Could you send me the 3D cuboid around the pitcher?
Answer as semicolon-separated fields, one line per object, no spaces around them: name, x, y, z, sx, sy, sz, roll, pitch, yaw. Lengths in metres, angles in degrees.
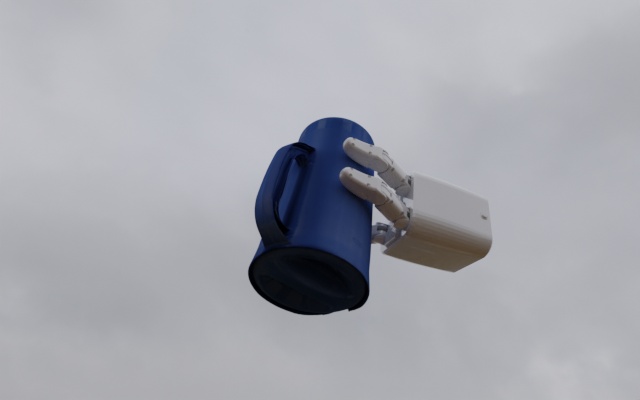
pitcher;0.000;0.002;0.583;0.145;0.242;0.149;17;-42;-5
